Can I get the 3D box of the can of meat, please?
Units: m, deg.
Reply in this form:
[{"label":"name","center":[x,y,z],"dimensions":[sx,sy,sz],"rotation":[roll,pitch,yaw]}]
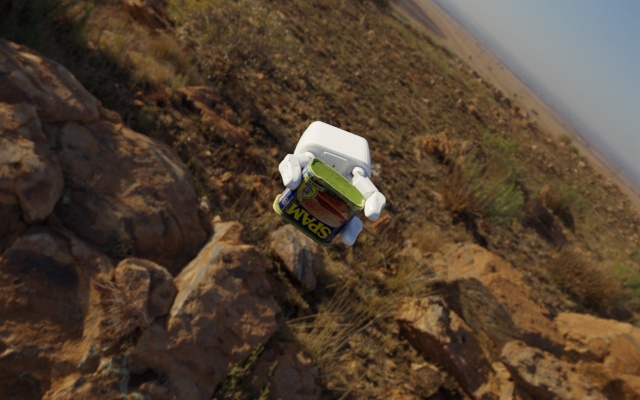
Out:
[{"label":"can of meat","center":[0.000,0.002,0.671],"dimensions":[0.102,0.084,0.057],"rotation":[37,26,-11]}]
